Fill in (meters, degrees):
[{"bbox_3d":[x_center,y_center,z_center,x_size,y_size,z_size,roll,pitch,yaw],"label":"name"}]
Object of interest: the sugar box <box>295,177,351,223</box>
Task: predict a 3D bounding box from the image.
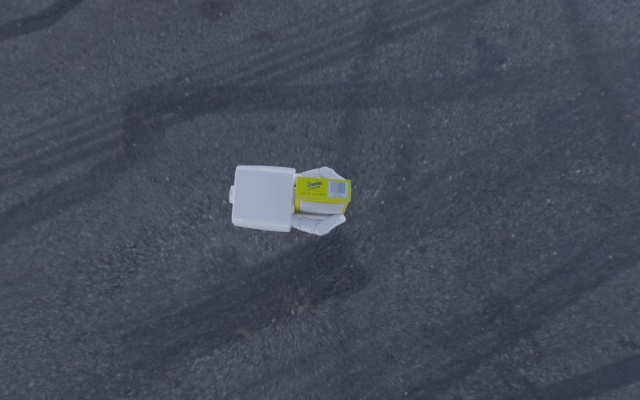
[{"bbox_3d":[0.000,0.002,0.879,0.093,0.048,0.176,5,-12,-3],"label":"sugar box"}]
